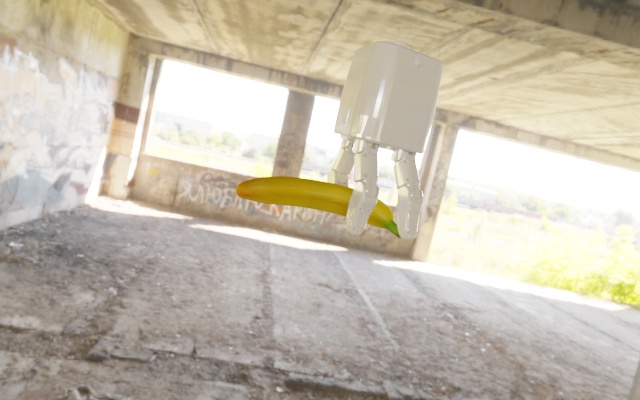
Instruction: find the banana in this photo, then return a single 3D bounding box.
[{"bbox_3d":[0.002,-0.002,0.561,0.198,0.037,0.069,13,12,-7],"label":"banana"}]
